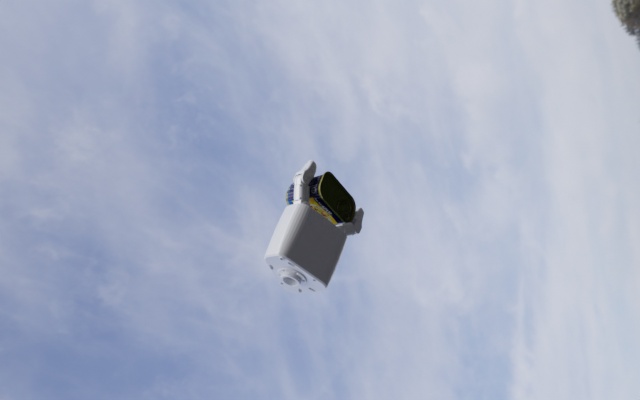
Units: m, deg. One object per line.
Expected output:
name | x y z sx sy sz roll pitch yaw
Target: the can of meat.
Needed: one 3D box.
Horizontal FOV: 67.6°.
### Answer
can of meat | 0.000 0.003 0.857 0.084 0.057 0.102 -13 -47 38
